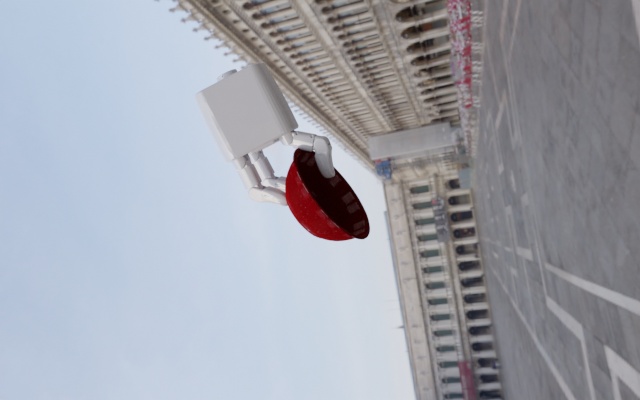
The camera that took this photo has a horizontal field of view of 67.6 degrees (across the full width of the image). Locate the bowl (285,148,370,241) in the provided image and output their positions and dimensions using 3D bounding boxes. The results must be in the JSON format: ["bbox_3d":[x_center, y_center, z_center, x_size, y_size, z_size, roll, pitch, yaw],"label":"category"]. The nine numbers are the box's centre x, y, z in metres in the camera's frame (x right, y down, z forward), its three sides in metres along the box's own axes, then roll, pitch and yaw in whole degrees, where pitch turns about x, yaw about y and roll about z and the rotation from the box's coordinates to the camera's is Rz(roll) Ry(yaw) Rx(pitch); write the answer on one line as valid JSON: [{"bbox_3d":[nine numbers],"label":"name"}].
[{"bbox_3d":[0.001,0.004,0.690,0.055,0.162,0.162,-39,-16,21],"label":"bowl"}]
